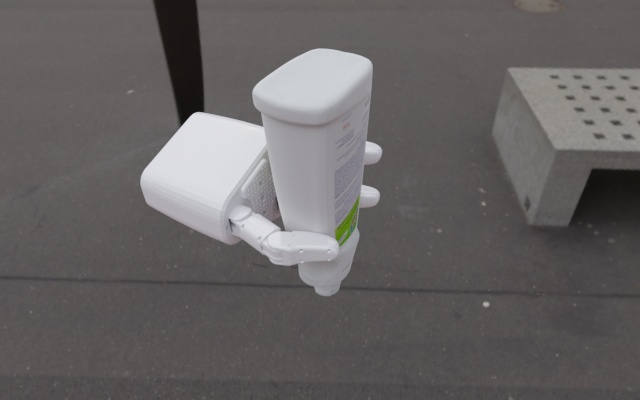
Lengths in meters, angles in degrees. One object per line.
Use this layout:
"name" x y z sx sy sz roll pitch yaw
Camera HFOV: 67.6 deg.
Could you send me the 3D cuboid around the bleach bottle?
"bleach bottle" 0.000 0.001 0.434 0.068 0.251 0.102 20 44 24
